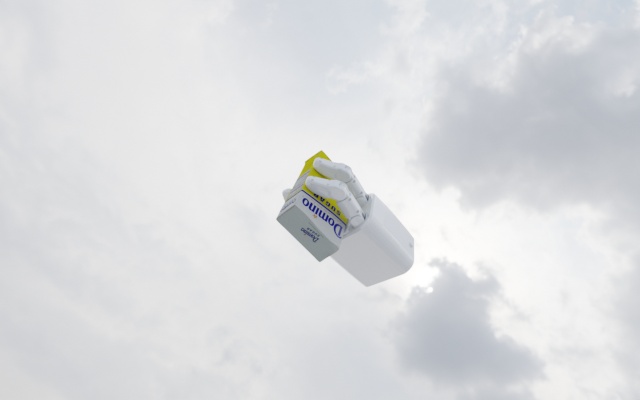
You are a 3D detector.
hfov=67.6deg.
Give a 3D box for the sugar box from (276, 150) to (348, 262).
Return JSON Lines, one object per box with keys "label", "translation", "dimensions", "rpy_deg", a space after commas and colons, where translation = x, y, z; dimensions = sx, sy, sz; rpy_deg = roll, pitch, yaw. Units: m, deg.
{"label": "sugar box", "translation": [0.001, 0.002, 0.721], "dimensions": [0.048, 0.093, 0.176], "rpy_deg": [-36, 18, 27]}
